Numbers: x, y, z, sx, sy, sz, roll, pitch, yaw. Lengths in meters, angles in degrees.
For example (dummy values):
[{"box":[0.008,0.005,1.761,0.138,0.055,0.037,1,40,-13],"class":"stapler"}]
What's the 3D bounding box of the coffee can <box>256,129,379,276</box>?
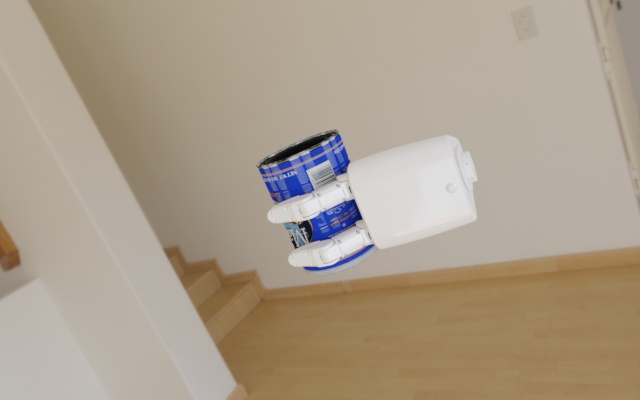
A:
[{"box":[0.000,0.002,0.559,0.103,0.140,0.102,-22,14,6],"class":"coffee can"}]
